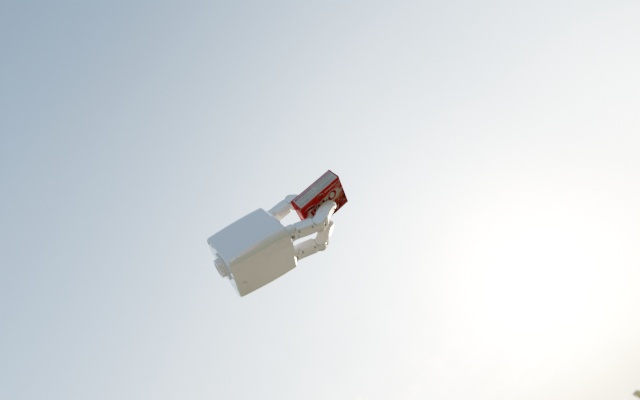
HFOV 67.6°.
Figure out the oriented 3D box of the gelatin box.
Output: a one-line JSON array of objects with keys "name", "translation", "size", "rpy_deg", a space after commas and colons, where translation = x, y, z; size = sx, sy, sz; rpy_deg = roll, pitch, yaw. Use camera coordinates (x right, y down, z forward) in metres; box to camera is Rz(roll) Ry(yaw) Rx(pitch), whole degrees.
[{"name": "gelatin box", "translation": [0.000, 0.002, 0.804], "size": [0.030, 0.089, 0.073], "rpy_deg": [39, -16, 36]}]
